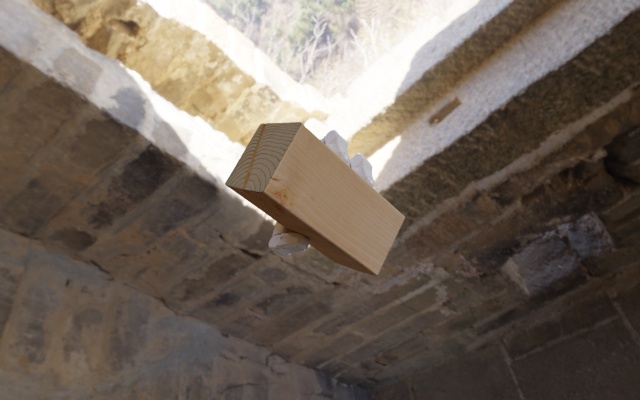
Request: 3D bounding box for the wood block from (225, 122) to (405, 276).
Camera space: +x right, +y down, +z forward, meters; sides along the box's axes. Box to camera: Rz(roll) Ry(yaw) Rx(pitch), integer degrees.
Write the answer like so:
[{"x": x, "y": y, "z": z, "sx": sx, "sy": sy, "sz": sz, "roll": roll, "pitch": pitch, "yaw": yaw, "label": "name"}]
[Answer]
[{"x": 0.000, "y": 0.002, "z": 0.589, "sx": 0.206, "sy": 0.091, "sz": 0.090, "roll": 38, "pitch": -17, "yaw": -35, "label": "wood block"}]
